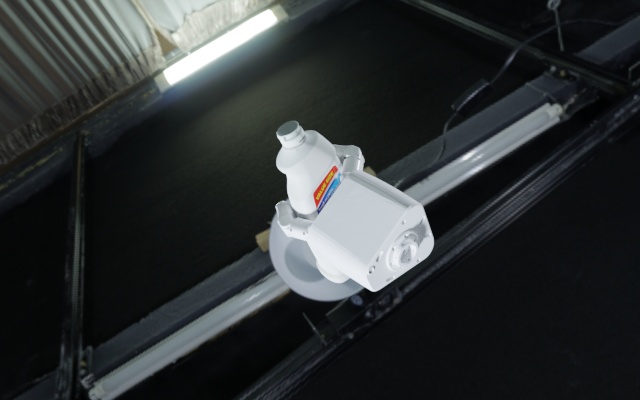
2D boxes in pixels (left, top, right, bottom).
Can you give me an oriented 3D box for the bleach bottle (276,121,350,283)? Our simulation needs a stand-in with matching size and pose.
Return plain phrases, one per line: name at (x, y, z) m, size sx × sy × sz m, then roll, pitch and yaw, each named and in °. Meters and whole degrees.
bleach bottle at (0.000, 0.002, 0.653) m, size 0.102 × 0.251 × 0.068 m, roll -42°, pitch 42°, yaw -15°
